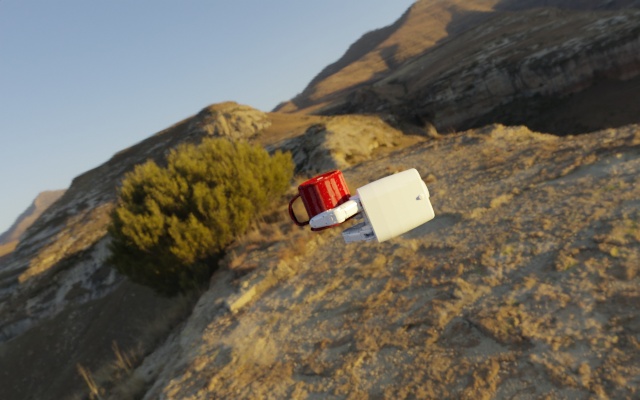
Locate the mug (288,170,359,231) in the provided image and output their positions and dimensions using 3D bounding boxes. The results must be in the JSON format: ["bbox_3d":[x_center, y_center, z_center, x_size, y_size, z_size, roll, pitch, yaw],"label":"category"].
[{"bbox_3d":[-0.001,0.003,0.832,0.117,0.081,0.093,-22,8,-1],"label":"mug"}]
